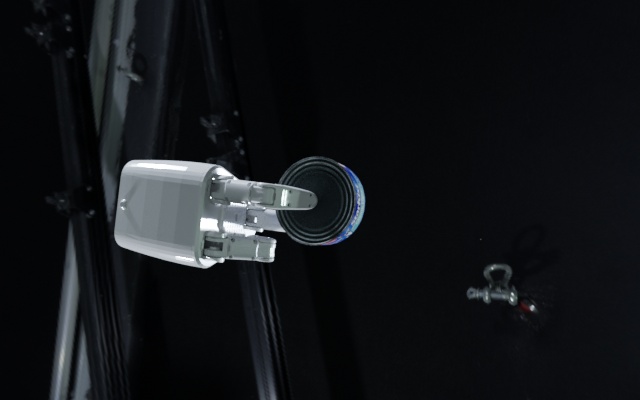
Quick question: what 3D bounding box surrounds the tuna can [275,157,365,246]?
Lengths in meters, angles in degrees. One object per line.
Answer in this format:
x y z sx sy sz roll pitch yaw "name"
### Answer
0.000 0.002 0.472 0.086 0.086 0.034 0 -5 24 "tuna can"
